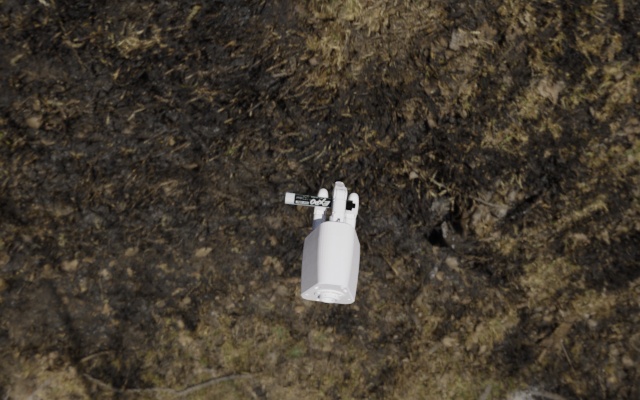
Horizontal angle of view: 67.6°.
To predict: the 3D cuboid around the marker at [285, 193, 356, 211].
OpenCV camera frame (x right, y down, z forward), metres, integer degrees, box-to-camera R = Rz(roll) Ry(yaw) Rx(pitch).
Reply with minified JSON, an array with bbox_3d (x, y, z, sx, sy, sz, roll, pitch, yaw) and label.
[{"bbox_3d":[0.000,0.003,0.820,0.121,0.020,0.020,7,0,-2],"label":"marker"}]
